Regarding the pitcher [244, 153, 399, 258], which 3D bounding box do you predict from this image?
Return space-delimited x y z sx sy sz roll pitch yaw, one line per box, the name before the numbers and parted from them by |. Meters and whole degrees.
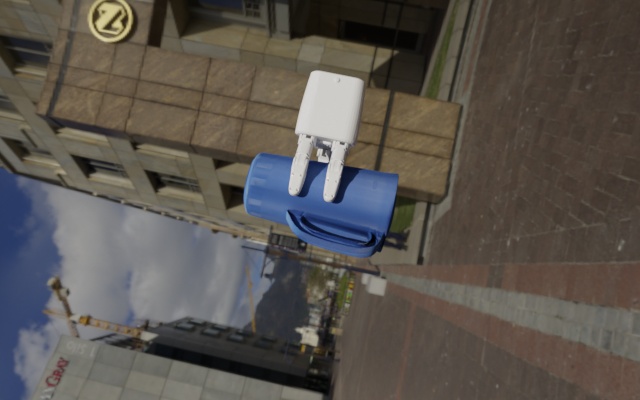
pitcher | 0.000 0.002 0.786 0.243 0.145 0.149 12 -3 4
